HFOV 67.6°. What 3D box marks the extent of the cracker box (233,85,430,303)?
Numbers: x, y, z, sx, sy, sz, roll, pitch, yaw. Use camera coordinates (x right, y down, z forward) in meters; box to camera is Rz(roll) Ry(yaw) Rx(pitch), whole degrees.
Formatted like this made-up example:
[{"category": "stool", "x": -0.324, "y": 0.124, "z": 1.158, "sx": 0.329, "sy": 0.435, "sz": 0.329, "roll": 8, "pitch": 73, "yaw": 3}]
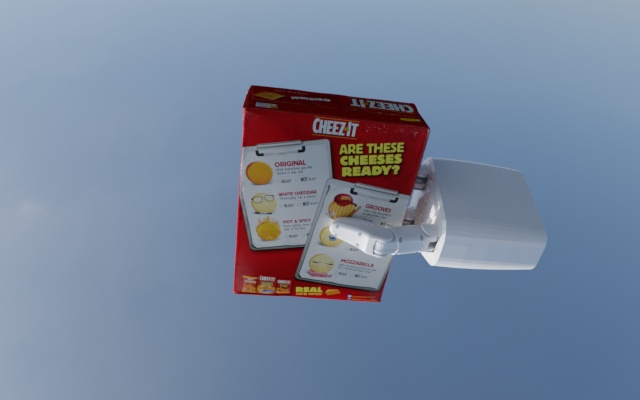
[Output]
[{"category": "cracker box", "x": 0.000, "y": 0.002, "z": 0.487, "sx": 0.164, "sy": 0.214, "sz": 0.072, "roll": 5, "pitch": 32, "yaw": -7}]
